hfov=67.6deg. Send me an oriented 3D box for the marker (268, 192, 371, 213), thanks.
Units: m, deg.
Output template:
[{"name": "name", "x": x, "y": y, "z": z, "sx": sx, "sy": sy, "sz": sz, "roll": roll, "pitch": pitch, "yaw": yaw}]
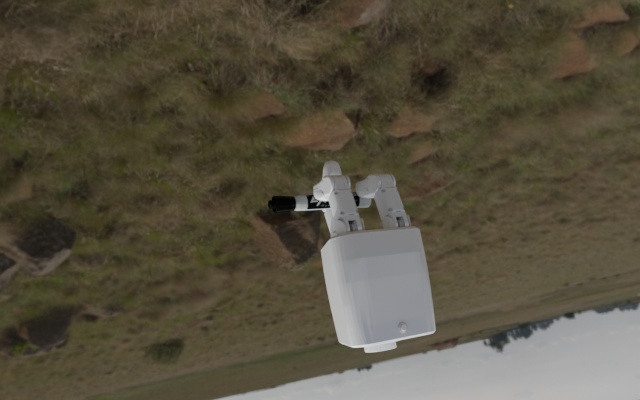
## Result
[{"name": "marker", "x": 0.000, "y": 0.002, "z": 0.536, "sx": 0.121, "sy": 0.020, "sz": 0.020, "roll": -3, "pitch": 1, "yaw": -24}]
